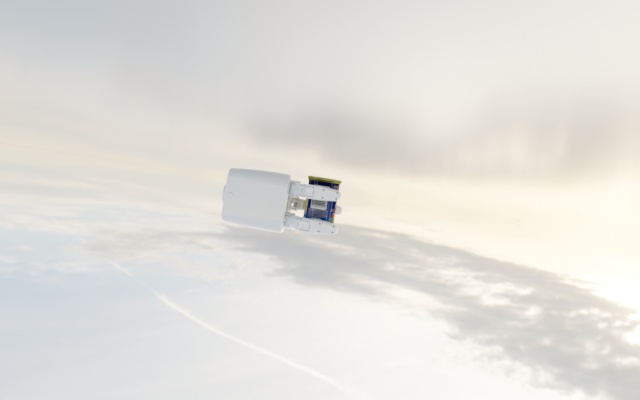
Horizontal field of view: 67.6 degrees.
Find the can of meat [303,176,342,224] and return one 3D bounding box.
[{"bbox_3d":[0.000,0.003,0.829,0.057,0.084,0.102,9,1,-3],"label":"can of meat"}]
